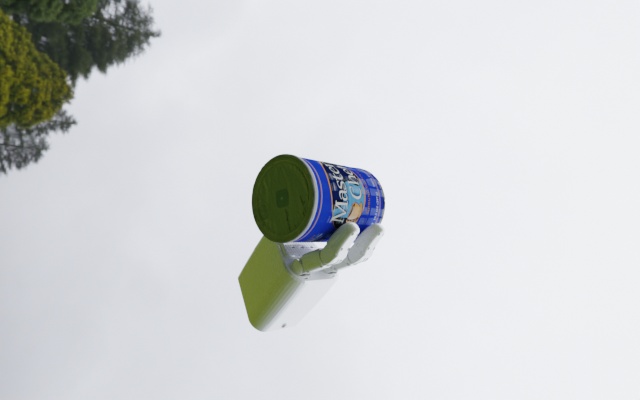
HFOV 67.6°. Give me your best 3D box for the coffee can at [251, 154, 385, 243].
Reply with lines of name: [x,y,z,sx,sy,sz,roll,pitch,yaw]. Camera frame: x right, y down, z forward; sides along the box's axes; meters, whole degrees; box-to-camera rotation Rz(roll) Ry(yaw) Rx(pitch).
coffee can: [0.000,0.002,0.597,0.103,0.103,0.140,0,-4,41]
